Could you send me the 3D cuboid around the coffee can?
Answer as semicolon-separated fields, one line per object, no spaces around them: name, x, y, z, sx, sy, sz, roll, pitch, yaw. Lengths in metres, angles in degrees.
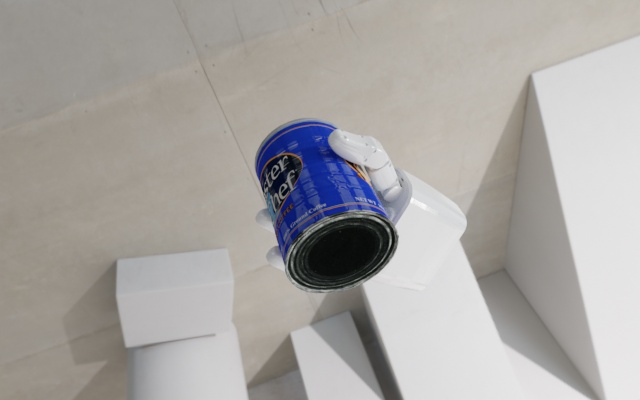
coffee can;0.000;0.001;0.455;0.103;0.103;0.140;0;41;-21
